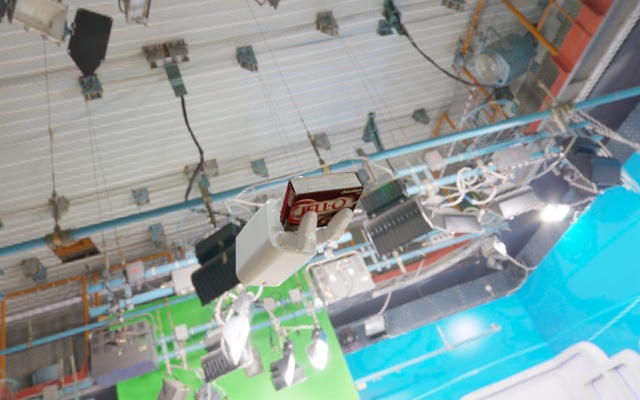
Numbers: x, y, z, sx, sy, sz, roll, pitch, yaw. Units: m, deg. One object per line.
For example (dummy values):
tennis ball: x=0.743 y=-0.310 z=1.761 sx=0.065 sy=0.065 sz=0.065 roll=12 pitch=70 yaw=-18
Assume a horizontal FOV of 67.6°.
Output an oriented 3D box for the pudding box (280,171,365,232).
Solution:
pudding box: x=0.000 y=0.002 z=0.726 sx=0.113 sy=0.039 sz=0.090 roll=-10 pitch=-36 yaw=-23
